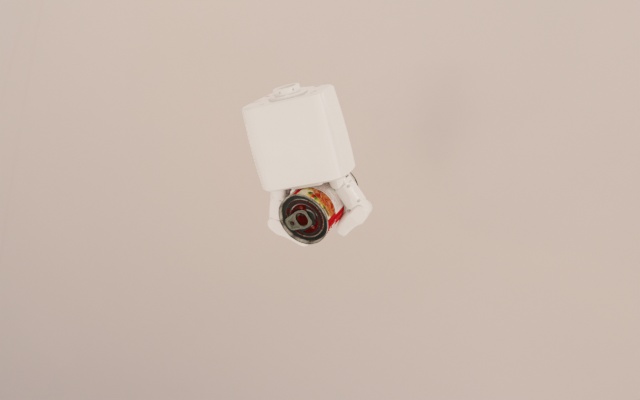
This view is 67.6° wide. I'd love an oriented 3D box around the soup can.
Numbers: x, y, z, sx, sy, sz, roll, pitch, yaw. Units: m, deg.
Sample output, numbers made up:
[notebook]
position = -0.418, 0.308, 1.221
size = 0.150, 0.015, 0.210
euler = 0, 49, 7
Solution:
[soup can]
position = 0.000, 0.002, 0.616
size = 0.068, 0.068, 0.102
euler = 0, 26, 29
